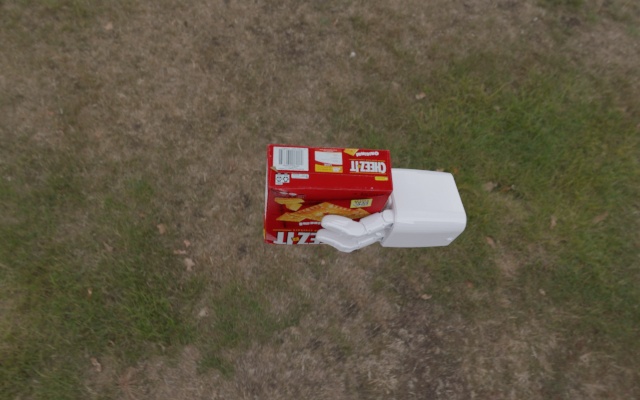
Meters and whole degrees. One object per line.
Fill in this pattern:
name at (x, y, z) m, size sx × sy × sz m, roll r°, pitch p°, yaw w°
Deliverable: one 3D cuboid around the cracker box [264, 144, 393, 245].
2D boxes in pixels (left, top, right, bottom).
cracker box at (0.000, 0.002, 0.704) m, size 0.164 × 0.072 × 0.214 m, roll 2°, pitch -25°, yaw -7°
